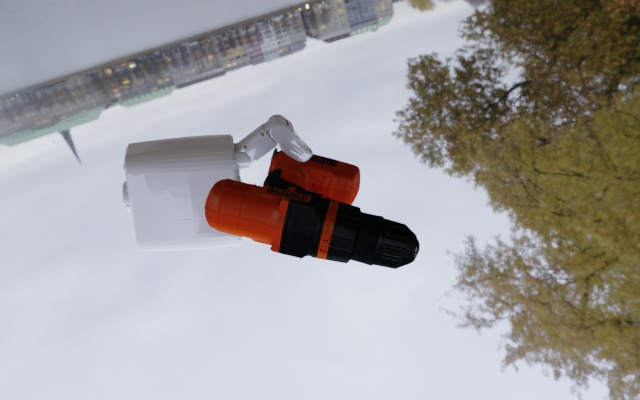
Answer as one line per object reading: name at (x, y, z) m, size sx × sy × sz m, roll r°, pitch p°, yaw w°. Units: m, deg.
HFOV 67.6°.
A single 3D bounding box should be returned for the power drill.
power drill at (0.000, 0.001, 0.472) m, size 0.184 × 0.057 × 0.187 m, roll 15°, pitch 16°, yaw 2°
